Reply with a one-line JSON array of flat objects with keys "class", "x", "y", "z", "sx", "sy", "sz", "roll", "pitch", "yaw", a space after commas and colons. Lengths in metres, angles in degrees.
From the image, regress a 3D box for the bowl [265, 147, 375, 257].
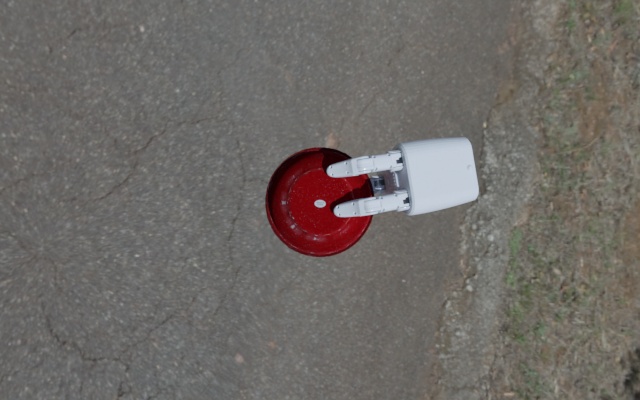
[{"class": "bowl", "x": -0.001, "y": 0.003, "z": 0.675, "sx": 0.162, "sy": 0.162, "sz": 0.055, "roll": 0, "pitch": 0, "yaw": -1}]
